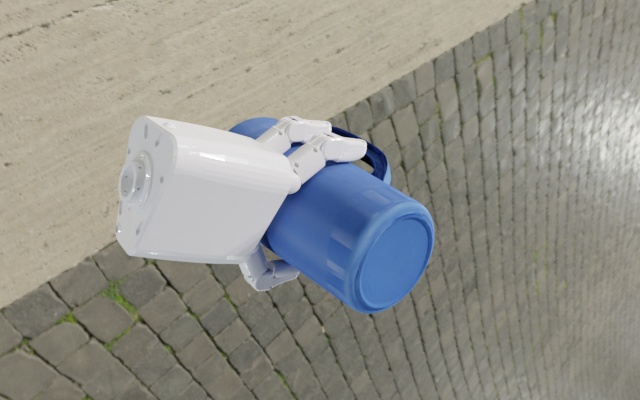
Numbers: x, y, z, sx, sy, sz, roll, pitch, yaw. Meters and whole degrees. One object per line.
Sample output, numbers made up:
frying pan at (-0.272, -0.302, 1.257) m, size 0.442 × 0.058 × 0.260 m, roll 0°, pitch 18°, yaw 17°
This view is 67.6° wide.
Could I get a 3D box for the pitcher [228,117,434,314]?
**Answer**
pitcher at (0.000, 0.002, 0.491) m, size 0.145 × 0.149 × 0.242 m, roll 11°, pitch 15°, yaw -43°
